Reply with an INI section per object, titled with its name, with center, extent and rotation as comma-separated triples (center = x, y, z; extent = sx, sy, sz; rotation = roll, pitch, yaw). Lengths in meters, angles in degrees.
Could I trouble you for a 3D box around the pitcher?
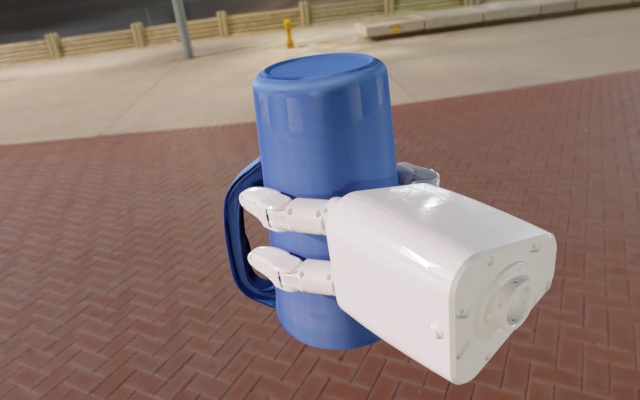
[pitcher]
center = 0.000, 0.001, 0.430
extent = 0.149, 0.243, 0.145
rotation = -24, 31, -30
